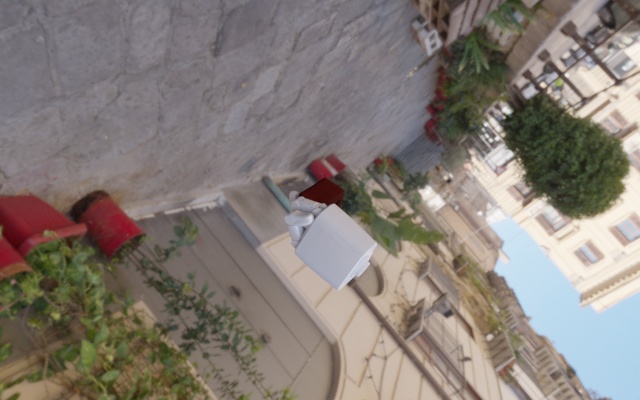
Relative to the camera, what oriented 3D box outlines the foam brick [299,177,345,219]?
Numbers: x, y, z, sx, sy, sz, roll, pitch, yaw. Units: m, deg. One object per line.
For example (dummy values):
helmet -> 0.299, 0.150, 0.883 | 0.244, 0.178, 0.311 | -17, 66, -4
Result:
foam brick -> 0.000, 0.003, 0.896 | 0.051, 0.053, 0.078 | 32, 43, 24
